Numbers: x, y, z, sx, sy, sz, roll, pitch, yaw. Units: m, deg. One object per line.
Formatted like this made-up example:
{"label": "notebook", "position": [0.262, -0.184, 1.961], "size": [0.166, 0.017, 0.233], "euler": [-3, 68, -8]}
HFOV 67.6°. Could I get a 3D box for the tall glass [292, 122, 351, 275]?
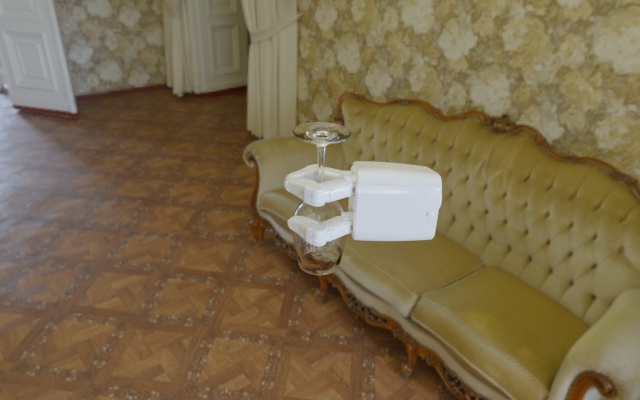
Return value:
{"label": "tall glass", "position": [0.000, 0.001, 0.645], "size": [0.079, 0.201, 0.079], "euler": [1, 28, -1]}
